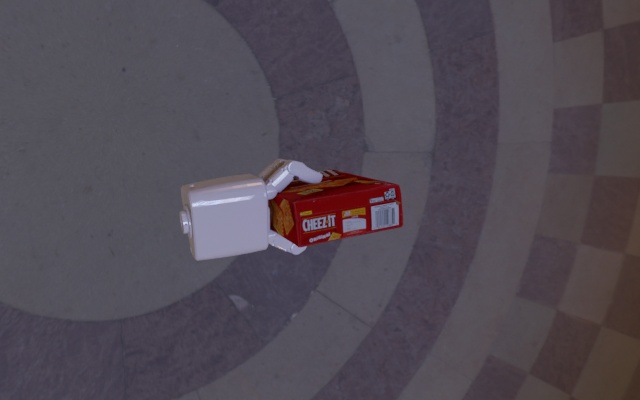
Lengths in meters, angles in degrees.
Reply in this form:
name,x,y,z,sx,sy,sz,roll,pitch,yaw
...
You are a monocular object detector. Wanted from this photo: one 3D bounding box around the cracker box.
name,x,y,z,sx,sy,sz,roll,pitch,yaw
cracker box,0.000,0.003,0.736,0.164,0.072,0.213,-10,13,-22
